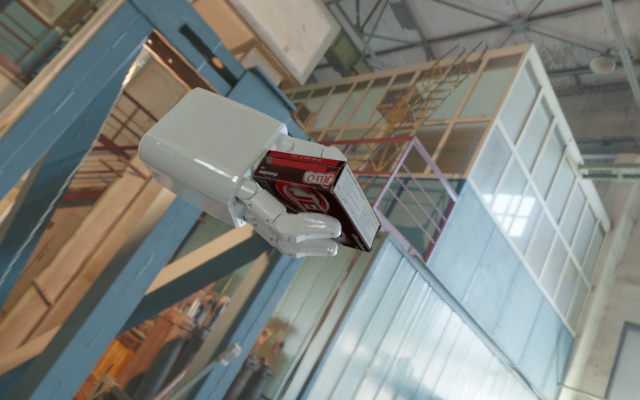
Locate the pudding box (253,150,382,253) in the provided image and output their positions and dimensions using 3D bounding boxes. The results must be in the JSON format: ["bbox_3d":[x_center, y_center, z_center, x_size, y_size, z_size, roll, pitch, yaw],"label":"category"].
[{"bbox_3d":[0.000,0.001,0.465,0.090,0.039,0.114,13,-25,34],"label":"pudding box"}]
